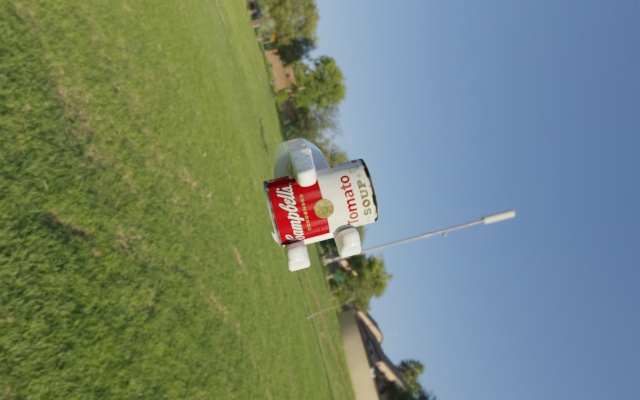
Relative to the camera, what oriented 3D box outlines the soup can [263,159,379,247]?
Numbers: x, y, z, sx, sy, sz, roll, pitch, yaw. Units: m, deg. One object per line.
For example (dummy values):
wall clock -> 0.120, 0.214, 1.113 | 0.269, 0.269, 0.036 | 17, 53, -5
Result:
soup can -> 0.000, 0.002, 0.480 | 0.102, 0.068, 0.068 | -14, 1, -3
